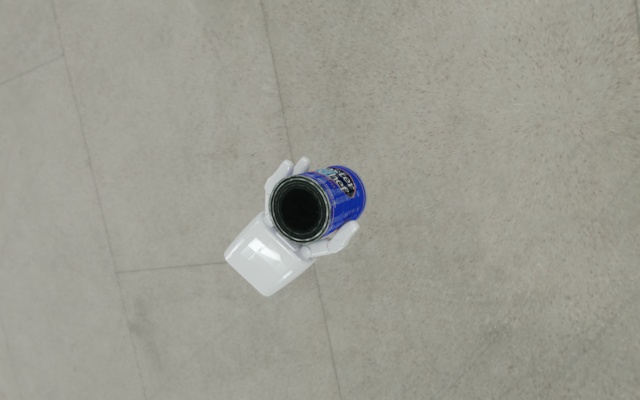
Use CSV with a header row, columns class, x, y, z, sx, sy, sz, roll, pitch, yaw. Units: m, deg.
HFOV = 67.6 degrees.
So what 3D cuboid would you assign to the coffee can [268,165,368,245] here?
class,x,y,z,sx,sy,sz,roll,pitch,yaw
coffee can,0.000,0.002,0.737,0.103,0.103,0.140,0,9,27
